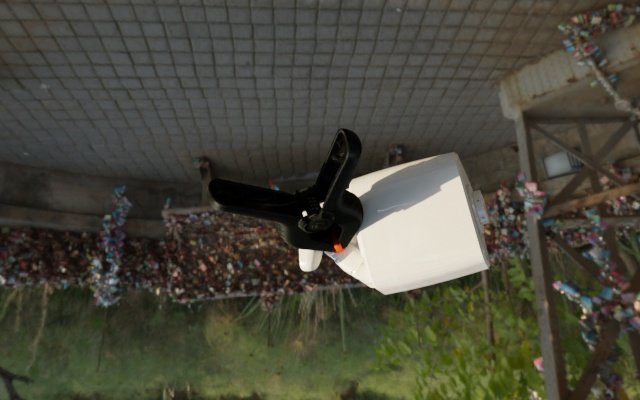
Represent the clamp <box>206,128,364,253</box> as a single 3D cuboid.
[{"bbox_3d":[0.000,0.002,0.404,0.120,0.039,0.171,-20,-26,19],"label":"clamp"}]
